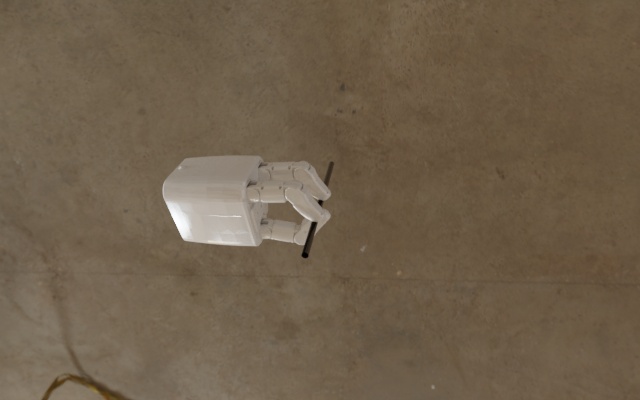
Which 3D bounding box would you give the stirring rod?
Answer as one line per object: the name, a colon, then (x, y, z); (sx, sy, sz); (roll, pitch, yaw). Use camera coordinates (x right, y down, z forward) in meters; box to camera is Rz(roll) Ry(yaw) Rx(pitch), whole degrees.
stirring rod: (0.000, 0.002, 0.628); (0.011, 0.011, 0.239); (0, 29, 9)
